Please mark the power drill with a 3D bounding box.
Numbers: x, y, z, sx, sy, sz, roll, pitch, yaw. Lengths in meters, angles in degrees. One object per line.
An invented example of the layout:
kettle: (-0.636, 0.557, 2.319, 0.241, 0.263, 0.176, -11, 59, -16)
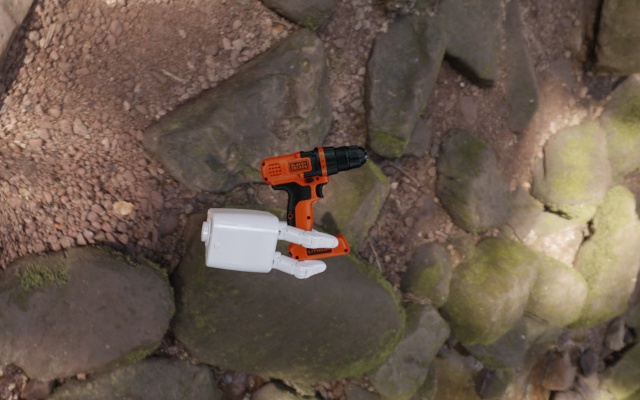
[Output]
power drill: (0.000, 0.003, 0.823, 0.184, 0.187, 0.057, -9, 2, 1)
